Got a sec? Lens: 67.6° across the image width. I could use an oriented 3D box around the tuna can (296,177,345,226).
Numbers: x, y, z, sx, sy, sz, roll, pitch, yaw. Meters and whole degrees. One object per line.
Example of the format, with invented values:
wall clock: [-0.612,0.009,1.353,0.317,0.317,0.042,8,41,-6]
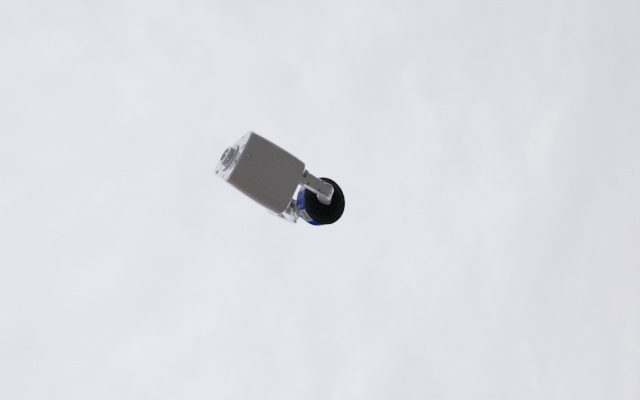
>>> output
tuna can: [0.000,0.003,0.855,0.086,0.086,0.034,0,-8,-31]
